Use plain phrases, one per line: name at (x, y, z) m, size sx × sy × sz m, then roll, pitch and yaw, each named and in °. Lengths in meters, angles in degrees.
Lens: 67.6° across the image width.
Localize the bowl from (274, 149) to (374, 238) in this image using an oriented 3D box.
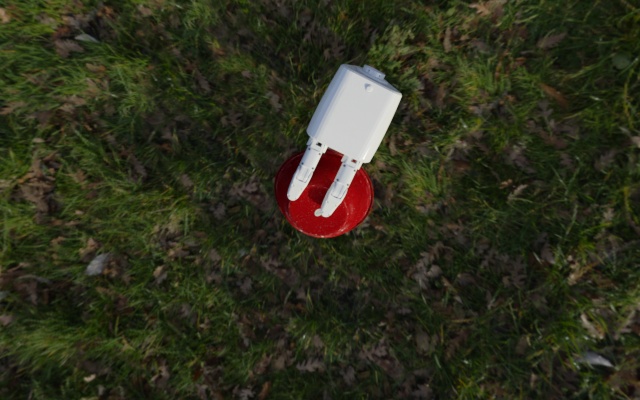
bowl at (0.000, 0.004, 0.743) m, size 0.162 × 0.162 × 0.055 m, roll 0°, pitch 32°, yaw 11°
